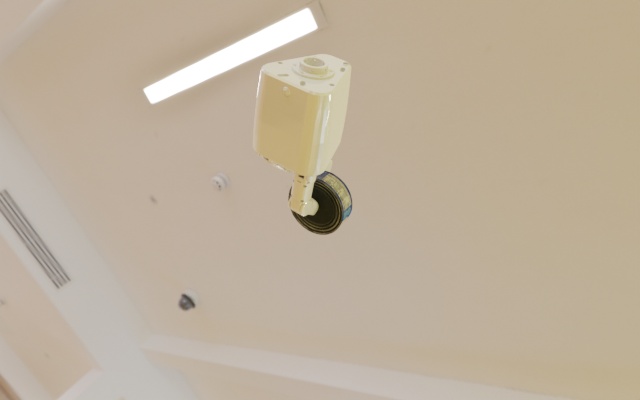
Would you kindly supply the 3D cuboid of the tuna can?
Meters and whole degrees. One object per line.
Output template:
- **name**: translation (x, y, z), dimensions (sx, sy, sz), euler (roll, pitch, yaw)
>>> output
- **tuna can**: translation (0.000, 0.002, 0.658), dimensions (0.086, 0.086, 0.033), euler (0, 26, 34)
